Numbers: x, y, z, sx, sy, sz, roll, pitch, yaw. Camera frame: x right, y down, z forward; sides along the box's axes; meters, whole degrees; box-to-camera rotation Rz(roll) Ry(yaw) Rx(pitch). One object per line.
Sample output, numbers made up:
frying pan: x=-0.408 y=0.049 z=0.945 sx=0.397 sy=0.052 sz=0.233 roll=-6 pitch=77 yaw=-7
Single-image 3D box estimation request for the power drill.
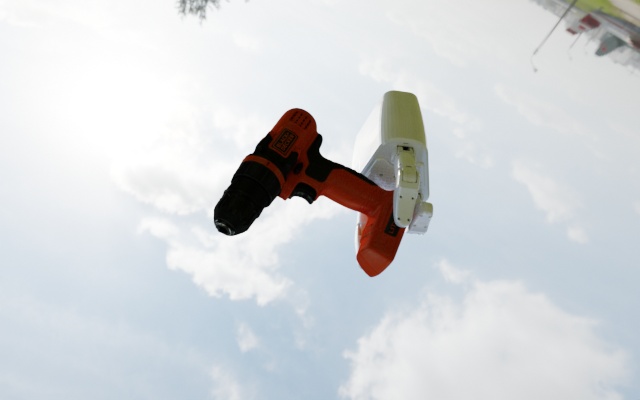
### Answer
power drill: x=0.001 y=0.002 z=0.515 sx=0.187 sy=0.184 sz=0.057 roll=34 pitch=-36 yaw=-5
